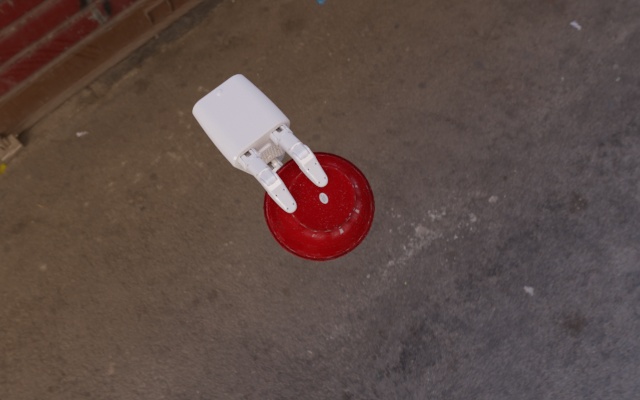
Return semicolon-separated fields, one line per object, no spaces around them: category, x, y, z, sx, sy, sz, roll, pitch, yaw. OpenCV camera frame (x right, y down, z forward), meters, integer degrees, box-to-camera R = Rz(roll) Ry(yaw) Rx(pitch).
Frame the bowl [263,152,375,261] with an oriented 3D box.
bowl;0.001;0.003;0.666;0.162;0.162;0.055;0;-11;-4
